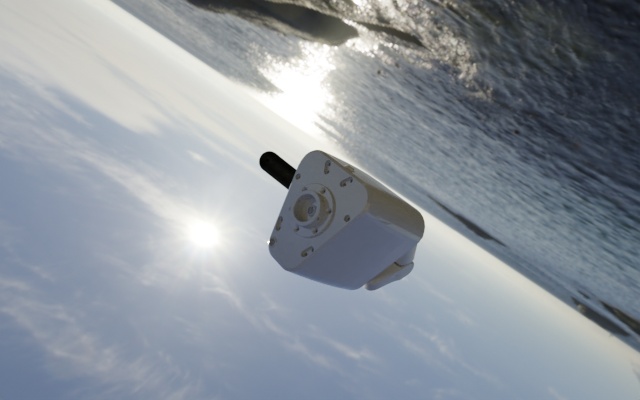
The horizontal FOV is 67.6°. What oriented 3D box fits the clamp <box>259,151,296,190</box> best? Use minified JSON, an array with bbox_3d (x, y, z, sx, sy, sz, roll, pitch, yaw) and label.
[{"bbox_3d":[0.000,0.002,0.562,0.171,0.039,0.120,38,8,38],"label":"clamp"}]
